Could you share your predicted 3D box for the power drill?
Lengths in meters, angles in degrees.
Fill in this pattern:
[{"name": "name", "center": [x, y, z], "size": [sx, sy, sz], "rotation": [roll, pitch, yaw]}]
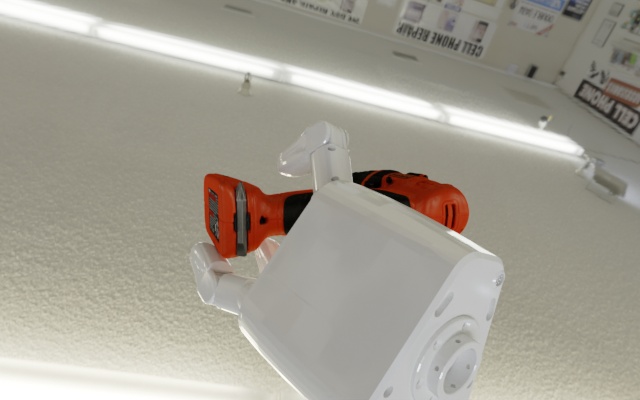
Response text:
[{"name": "power drill", "center": [0.000, 0.001, 0.404], "size": [0.187, 0.057, 0.184], "rotation": [-4, 7, -19]}]
